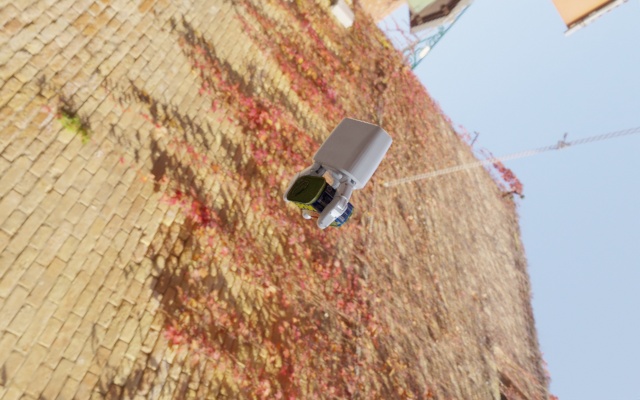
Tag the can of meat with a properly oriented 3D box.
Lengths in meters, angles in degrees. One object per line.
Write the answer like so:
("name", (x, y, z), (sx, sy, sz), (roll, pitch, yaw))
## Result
("can of meat", (0.000, 0.003, 0.863), (0.084, 0.057, 0.102), (40, -16, -28))
